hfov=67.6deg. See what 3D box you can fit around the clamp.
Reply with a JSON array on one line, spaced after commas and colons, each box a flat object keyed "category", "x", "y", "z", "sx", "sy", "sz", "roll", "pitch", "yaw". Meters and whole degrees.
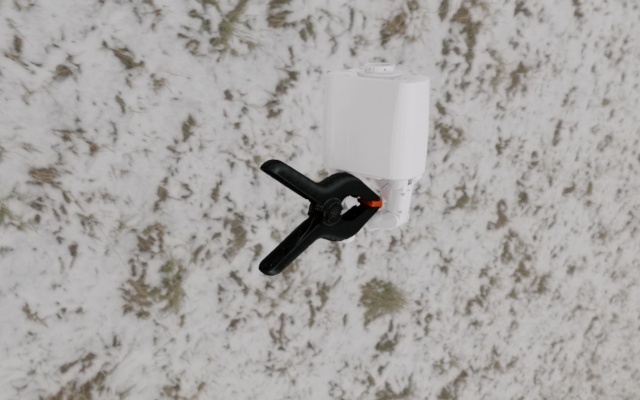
[{"category": "clamp", "x": 0.001, "y": 0.002, "z": 0.522, "sx": 0.171, "sy": 0.120, "sz": 0.039, "roll": -21, "pitch": 31, "yaw": -39}]
